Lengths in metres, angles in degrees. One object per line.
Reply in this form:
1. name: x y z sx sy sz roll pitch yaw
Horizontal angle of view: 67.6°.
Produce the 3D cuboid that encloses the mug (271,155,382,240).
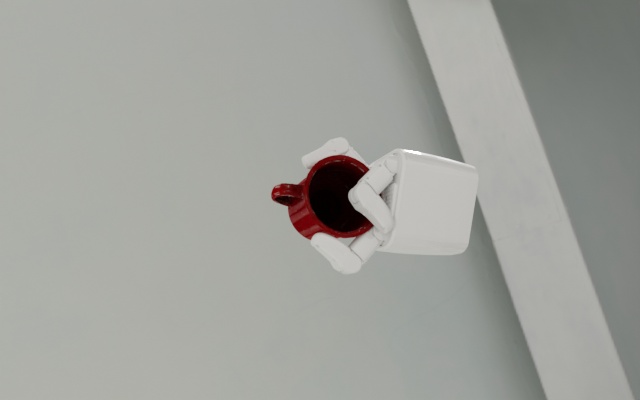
1. mug: -0.001 0.002 0.549 0.117 0.093 0.081 8 -15 -20
